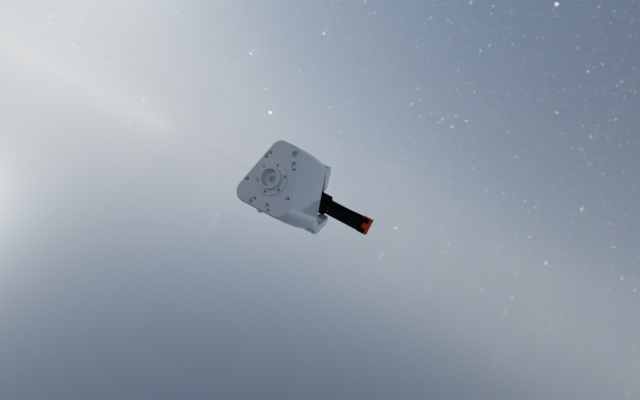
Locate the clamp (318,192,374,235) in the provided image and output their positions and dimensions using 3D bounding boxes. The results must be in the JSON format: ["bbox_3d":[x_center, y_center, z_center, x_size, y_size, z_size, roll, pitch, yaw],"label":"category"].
[{"bbox_3d":[0.001,0.002,0.839,0.210,0.036,0.164,27,1,20],"label":"clamp"}]
